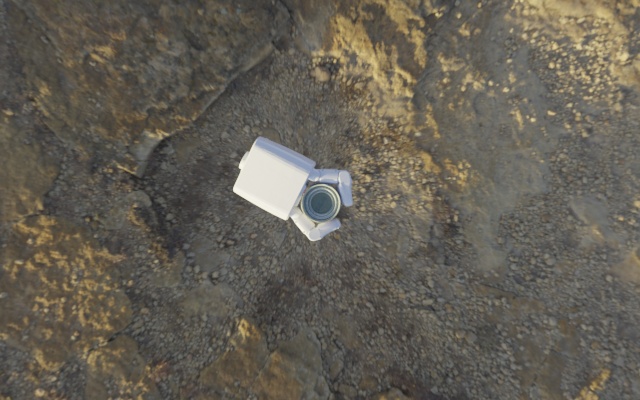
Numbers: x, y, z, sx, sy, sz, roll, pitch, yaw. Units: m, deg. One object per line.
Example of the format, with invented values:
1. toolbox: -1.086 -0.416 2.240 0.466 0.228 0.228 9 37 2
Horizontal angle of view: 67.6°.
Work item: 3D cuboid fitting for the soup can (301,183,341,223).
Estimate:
1. soup can: 0.001 0.003 0.833 0.068 0.068 0.102 0 1 -2
